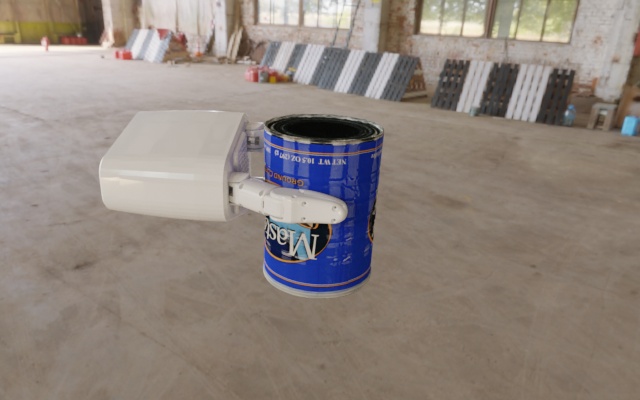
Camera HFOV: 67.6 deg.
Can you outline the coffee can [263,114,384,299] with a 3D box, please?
[{"bbox_3d":[0.000,0.002,0.430,0.103,0.140,0.102,2,21,-1],"label":"coffee can"}]
